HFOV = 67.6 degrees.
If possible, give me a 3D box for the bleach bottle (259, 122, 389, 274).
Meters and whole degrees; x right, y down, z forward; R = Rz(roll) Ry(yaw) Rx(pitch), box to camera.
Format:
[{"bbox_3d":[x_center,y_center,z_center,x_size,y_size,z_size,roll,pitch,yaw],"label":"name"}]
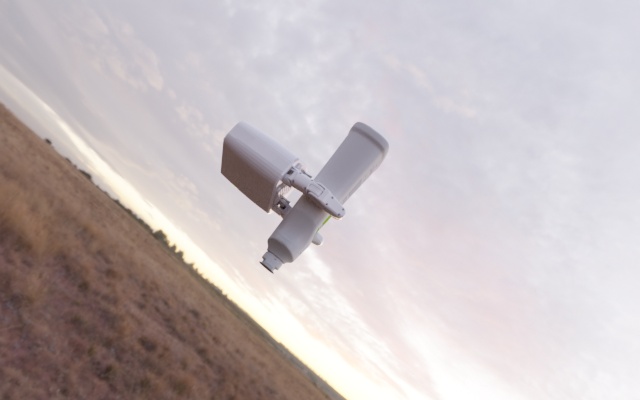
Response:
[{"bbox_3d":[0.000,0.002,0.713,0.068,0.250,0.103,38,-16,9],"label":"bleach bottle"}]
